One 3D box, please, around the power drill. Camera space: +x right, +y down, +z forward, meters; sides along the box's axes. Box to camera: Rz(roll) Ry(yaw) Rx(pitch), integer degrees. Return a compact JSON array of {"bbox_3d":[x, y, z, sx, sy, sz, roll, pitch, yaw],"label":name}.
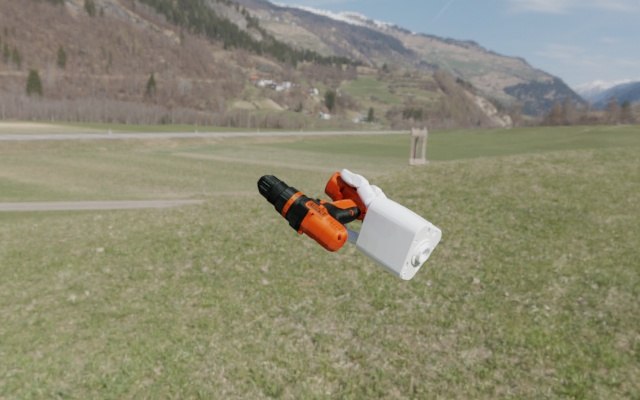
[{"bbox_3d":[0.001,0.003,0.851,0.184,0.057,0.187,39,32,17],"label":"power drill"}]
